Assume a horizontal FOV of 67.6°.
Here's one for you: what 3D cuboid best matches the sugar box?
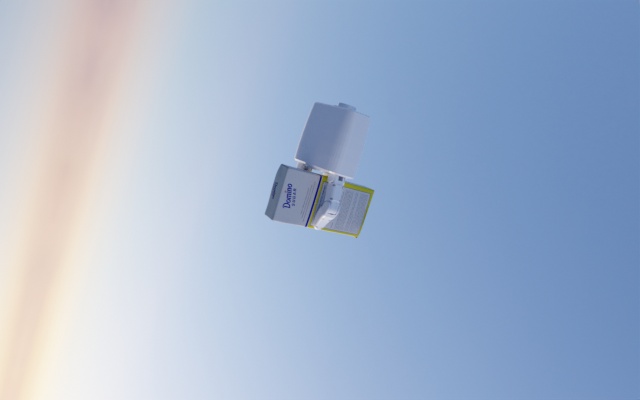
[{"bbox_3d":[0.000,0.002,0.821,0.176,0.093,0.048,14,7,-28],"label":"sugar box"}]
